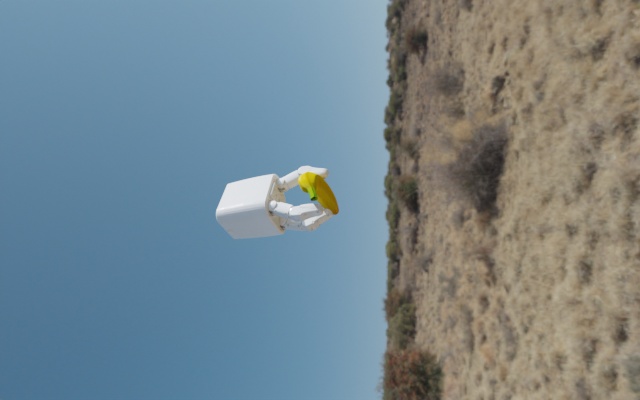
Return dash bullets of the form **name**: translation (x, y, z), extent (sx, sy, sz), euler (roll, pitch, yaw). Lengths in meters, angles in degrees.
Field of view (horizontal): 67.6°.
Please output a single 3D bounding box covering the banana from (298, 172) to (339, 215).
- **banana**: translation (-0.005, -0.015, 0.892), extent (0.037, 0.069, 0.198), euler (-17, -12, 12)
